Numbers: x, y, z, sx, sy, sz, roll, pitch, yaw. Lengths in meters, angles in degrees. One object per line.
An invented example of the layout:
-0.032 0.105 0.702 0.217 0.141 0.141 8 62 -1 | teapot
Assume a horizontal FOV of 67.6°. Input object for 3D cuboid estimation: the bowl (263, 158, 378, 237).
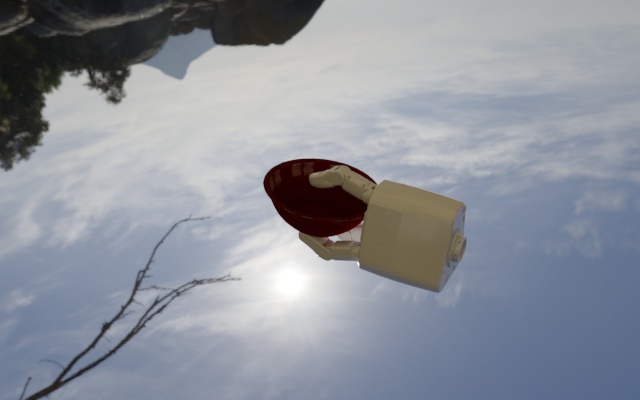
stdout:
-0.001 0.002 0.660 0.162 0.055 0.162 7 32 -4 | bowl
